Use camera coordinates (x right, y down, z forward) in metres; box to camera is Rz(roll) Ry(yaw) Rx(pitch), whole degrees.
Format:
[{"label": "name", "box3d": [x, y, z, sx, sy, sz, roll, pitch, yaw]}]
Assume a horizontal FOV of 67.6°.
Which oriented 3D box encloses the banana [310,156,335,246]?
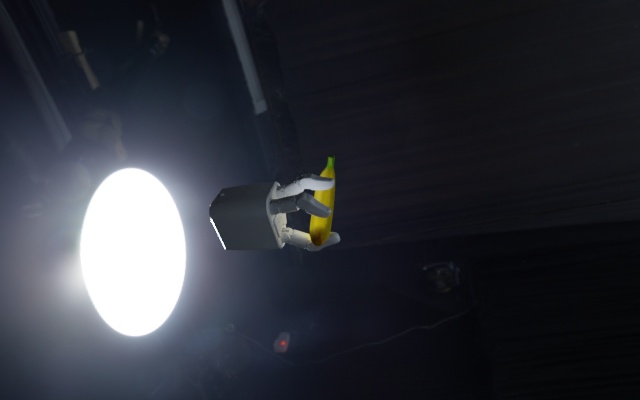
[{"label": "banana", "box3d": [0.003, 0.012, 0.846, 0.037, 0.197, 0.070, 0, -39, 8]}]
